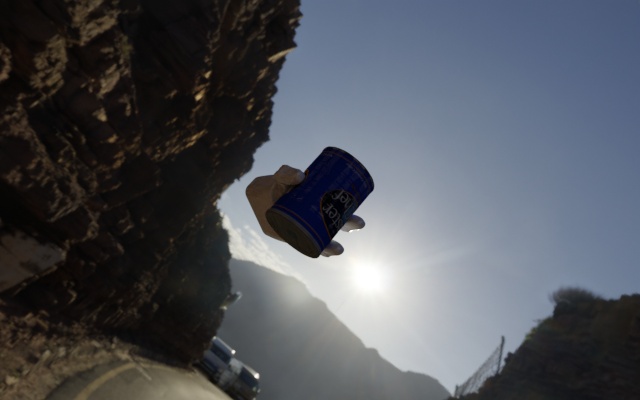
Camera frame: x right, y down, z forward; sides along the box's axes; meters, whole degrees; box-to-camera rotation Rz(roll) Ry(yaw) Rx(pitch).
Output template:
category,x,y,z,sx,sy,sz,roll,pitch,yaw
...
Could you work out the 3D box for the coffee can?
category,x,y,z,sx,sy,sz,roll,pitch,yaw
coffee can,0.000,0.002,0.724,0.103,0.140,0.103,35,-22,16
